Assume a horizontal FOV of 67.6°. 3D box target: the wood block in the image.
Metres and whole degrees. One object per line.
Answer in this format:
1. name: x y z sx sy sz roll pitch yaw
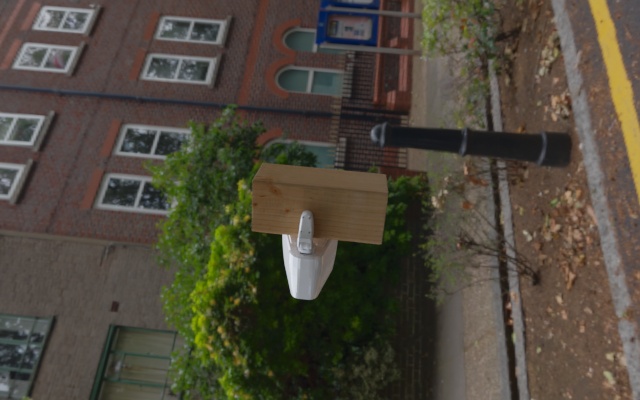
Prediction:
1. wood block: 0.000 0.003 0.769 0.206 0.090 0.090 5 24 2
